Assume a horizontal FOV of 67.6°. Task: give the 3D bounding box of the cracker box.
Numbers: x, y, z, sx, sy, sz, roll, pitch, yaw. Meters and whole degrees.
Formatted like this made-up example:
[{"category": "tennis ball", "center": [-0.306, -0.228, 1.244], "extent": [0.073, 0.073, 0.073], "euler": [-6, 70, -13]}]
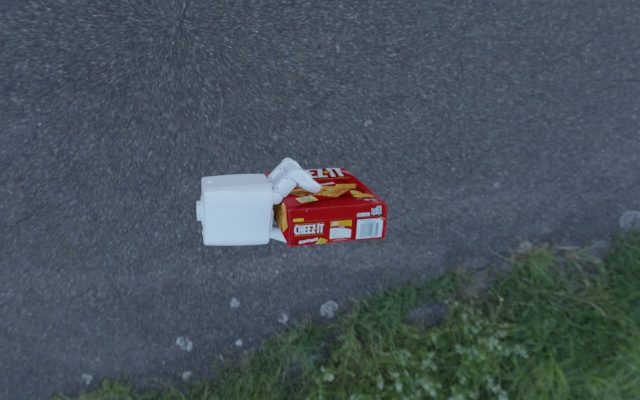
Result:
[{"category": "cracker box", "center": [0.000, 0.003, 0.836], "extent": [0.164, 0.072, 0.213], "euler": [-4, 21, -15]}]
